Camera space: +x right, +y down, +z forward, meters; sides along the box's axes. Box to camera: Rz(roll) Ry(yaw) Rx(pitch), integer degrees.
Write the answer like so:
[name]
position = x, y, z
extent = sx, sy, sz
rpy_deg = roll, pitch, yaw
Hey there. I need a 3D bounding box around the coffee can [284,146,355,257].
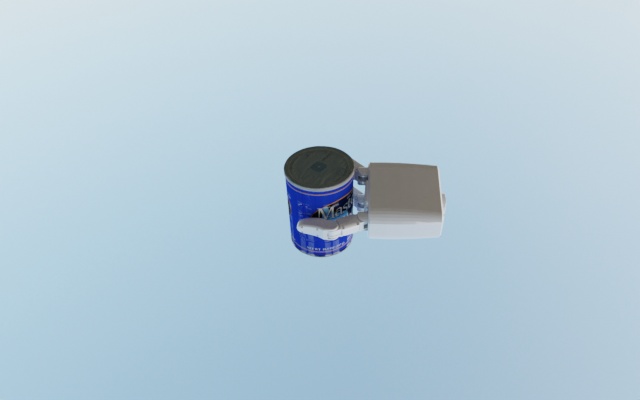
[coffee can]
position = 0.000, 0.002, 0.734
extent = 0.103, 0.140, 0.102
rpy_deg = -1, 41, 1
